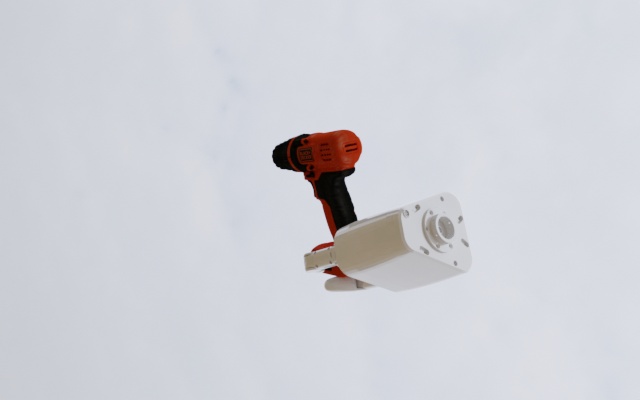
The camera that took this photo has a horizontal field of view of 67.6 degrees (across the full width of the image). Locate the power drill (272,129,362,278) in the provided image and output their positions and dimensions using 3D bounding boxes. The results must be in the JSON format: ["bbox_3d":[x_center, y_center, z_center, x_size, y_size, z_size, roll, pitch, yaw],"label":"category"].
[{"bbox_3d":[0.000,0.003,0.641,0.057,0.188,0.184,-18,10,-29],"label":"power drill"}]
